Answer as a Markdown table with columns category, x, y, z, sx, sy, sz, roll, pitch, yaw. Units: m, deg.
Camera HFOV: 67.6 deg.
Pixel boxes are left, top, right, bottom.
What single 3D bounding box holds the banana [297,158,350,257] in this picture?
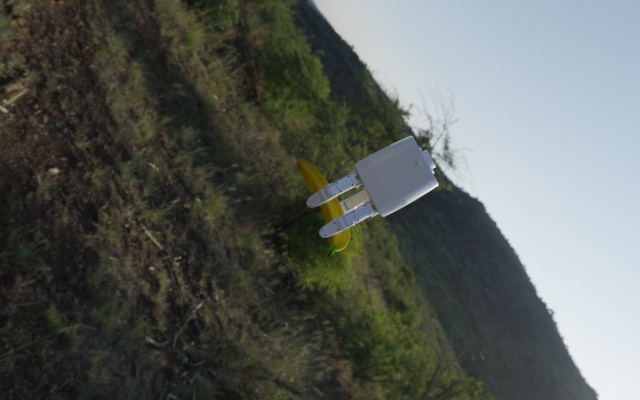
| category | x | y | z | sx | sy | sz | roll | pitch | yaw |
| --- | --- | --- | --- | --- | --- | --- | --- | --- | --- |
| banana | 0.011 | 0.011 | 0.838 | 0.037 | 0.197 | 0.070 | -32 | -32 | 20 |
